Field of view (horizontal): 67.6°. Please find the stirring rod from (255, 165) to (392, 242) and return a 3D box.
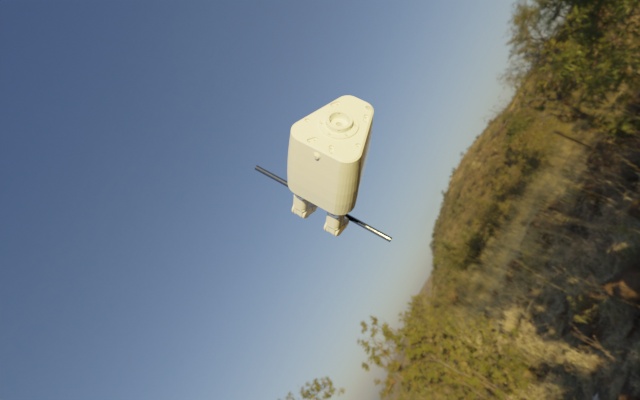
[{"bbox_3d":[0.000,0.002,0.724,0.239,0.011,0.011,28,8,16],"label":"stirring rod"}]
